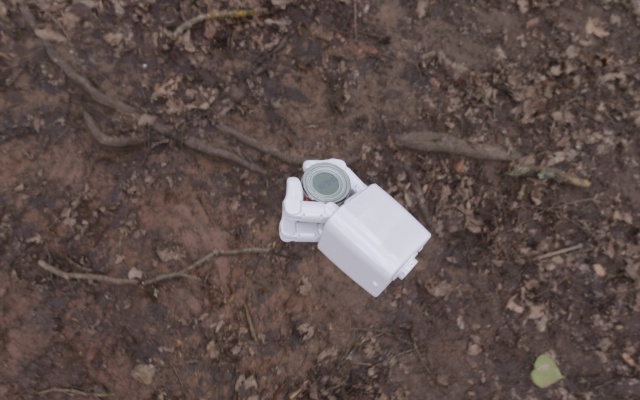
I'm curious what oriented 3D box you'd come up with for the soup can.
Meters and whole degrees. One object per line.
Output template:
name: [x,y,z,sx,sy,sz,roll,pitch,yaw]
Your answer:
soup can: [0.000,0.002,0.668,0.068,0.068,0.102,0,-30,-10]
